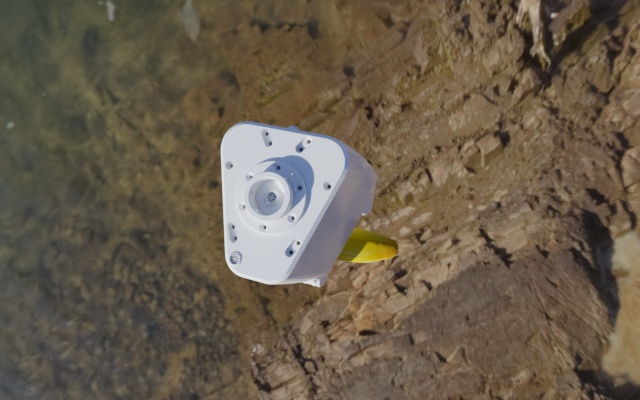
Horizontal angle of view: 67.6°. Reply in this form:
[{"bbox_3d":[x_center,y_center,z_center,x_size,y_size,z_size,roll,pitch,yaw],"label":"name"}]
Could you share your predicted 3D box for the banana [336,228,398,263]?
[{"bbox_3d":[-0.014,0.014,0.502,0.197,0.069,0.037,38,1,16],"label":"banana"}]
